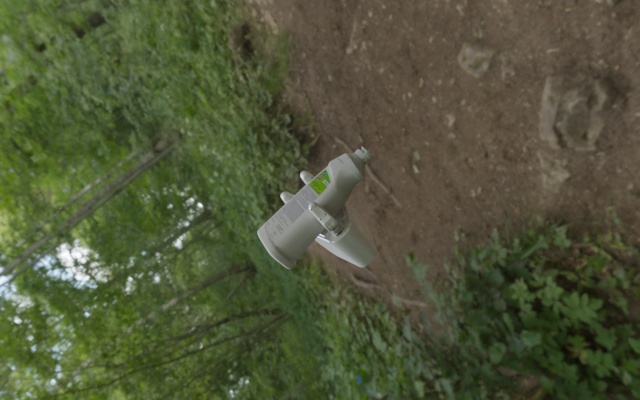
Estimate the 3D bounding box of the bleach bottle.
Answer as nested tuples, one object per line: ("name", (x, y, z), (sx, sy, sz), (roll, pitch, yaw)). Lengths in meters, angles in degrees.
("bleach bottle", (0.000, 0.003, 0.871), (0.068, 0.251, 0.102), (44, 2, -36))
